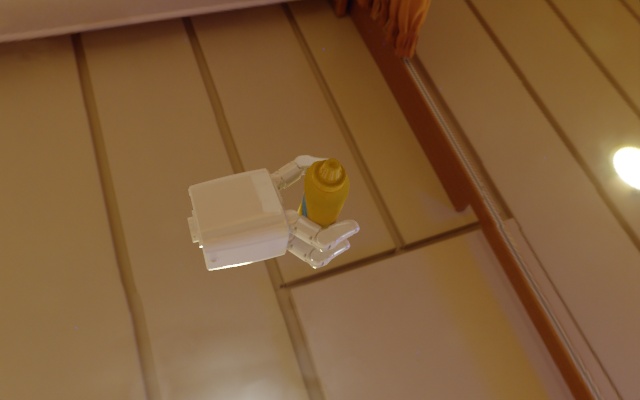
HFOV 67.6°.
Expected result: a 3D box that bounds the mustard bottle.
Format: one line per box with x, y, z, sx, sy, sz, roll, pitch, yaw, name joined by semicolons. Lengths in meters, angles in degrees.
0.000;0.002;0.640;0.058;0.096;0.192;9;-29;-4;mustard bottle
